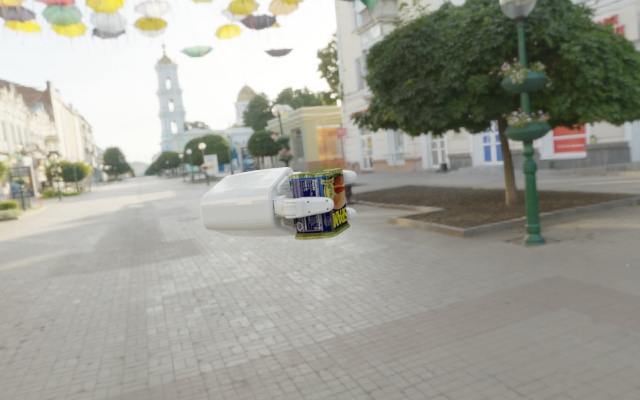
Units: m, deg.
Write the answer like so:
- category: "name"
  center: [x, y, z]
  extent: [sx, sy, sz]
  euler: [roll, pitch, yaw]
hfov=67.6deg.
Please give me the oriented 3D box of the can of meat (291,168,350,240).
- category: "can of meat"
  center: [0.000, 0.002, 0.642]
  extent: [0.057, 0.084, 0.102]
  euler: [-4, 5, 19]
